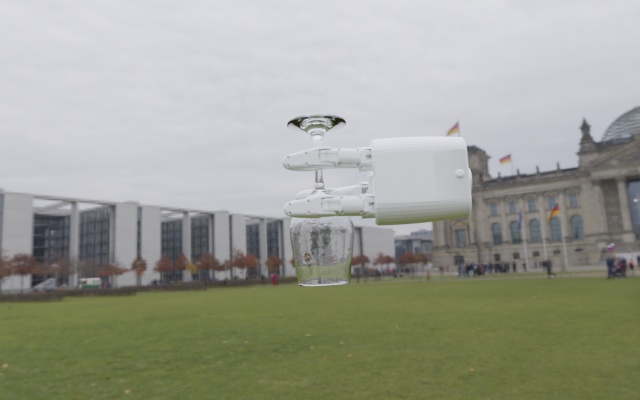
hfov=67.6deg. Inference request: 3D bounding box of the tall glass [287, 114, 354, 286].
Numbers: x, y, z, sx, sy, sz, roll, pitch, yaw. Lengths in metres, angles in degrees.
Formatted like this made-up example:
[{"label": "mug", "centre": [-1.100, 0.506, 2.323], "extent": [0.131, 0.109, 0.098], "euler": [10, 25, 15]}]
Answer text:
[{"label": "tall glass", "centre": [0.000, 0.001, 0.583], "extent": [0.079, 0.201, 0.079], "euler": [-2, -9, 0]}]
